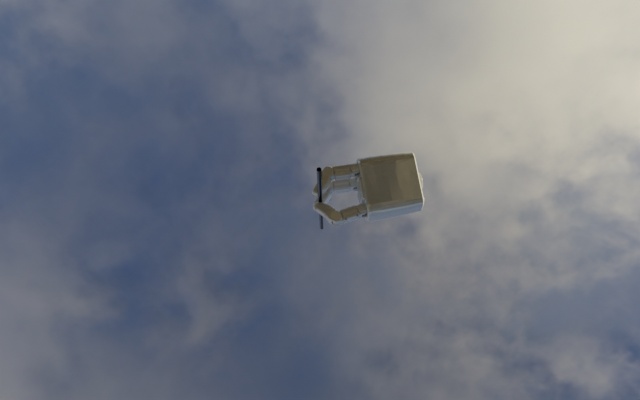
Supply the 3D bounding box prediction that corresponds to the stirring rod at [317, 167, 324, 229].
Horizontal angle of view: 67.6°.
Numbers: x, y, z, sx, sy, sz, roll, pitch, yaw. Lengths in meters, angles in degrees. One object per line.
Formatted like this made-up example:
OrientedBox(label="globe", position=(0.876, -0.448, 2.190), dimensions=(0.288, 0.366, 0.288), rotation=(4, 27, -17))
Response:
OrientedBox(label="stirring rod", position=(0.000, 0.003, 0.880), dimensions=(0.011, 0.011, 0.240), rotation=(0, -26, 1))
